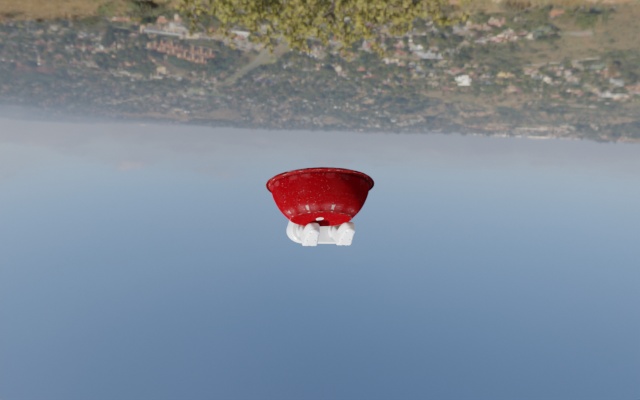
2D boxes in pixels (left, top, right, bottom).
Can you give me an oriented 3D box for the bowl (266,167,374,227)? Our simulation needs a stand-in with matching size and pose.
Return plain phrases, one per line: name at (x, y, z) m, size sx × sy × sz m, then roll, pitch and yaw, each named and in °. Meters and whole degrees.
bowl at (0.000, 0.002, 0.705) m, size 0.162 × 0.055 × 0.162 m, roll -1°, pitch -16°, yaw 0°
